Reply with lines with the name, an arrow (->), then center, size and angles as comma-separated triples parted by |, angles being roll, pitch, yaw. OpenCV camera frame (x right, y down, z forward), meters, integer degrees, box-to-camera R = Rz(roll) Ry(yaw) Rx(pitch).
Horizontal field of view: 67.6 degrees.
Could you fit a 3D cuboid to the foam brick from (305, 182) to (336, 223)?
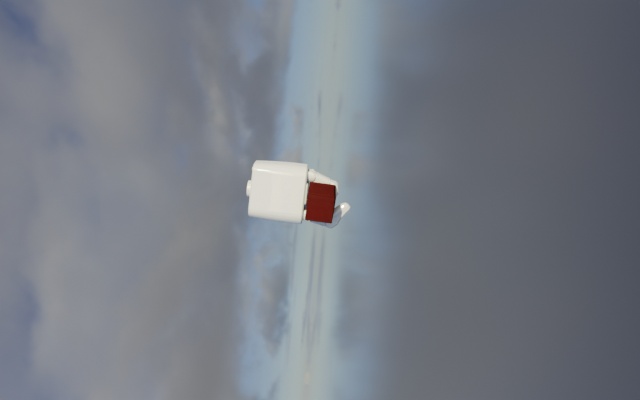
foam brick -> 0.000, 0.003, 0.890 | 0.051, 0.053, 0.078 | 8, 19, -1
